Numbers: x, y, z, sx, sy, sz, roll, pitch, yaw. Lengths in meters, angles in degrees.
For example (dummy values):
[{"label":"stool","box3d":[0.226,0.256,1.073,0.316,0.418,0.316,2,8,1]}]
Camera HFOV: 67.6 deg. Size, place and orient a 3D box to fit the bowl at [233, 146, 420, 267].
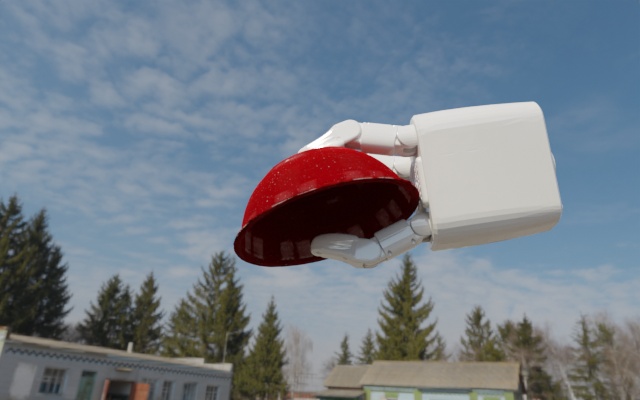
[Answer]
[{"label":"bowl","box3d":[-0.001,0.001,0.412,0.162,0.055,0.162,-15,-24,-7]}]
